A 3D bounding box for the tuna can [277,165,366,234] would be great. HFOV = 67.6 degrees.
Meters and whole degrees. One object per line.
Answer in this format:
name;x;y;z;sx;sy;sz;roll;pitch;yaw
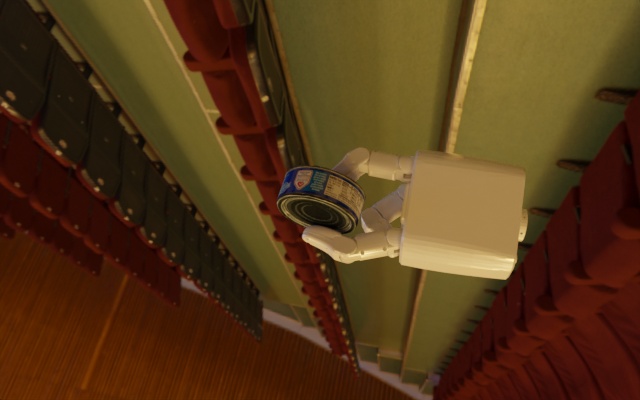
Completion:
tuna can;0.000;0.002;0.481;0.086;0.033;0.086;15;-25;7
